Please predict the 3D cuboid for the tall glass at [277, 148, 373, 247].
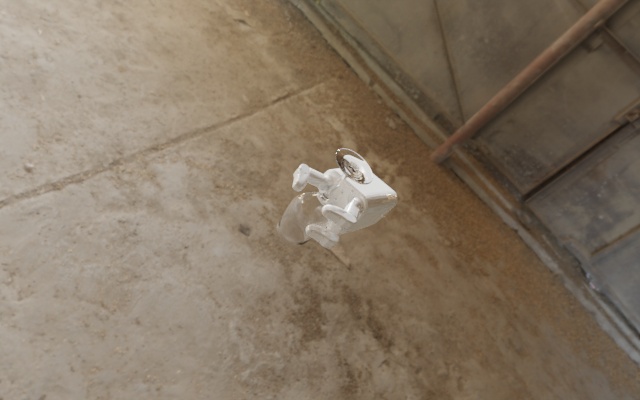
[{"bbox_3d":[0.000,0.002,0.825,0.079,0.079,0.201,0,-36,-43],"label":"tall glass"}]
